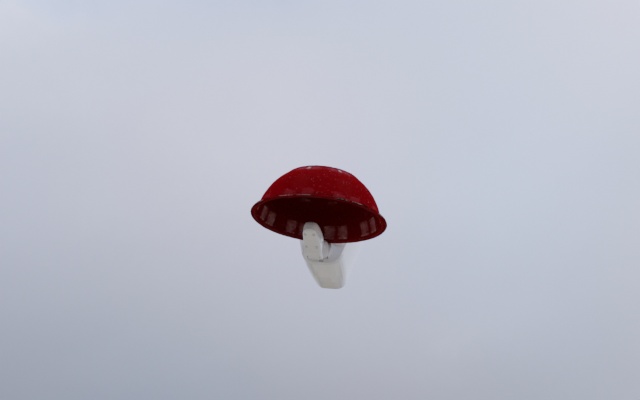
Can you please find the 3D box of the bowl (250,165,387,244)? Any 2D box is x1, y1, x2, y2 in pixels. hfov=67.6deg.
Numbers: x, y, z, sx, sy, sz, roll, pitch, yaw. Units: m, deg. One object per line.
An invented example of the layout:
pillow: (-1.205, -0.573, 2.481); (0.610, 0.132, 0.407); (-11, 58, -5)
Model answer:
bowl: (0.000, 0.001, 0.573); (0.162, 0.055, 0.162); (6, -21, 2)
